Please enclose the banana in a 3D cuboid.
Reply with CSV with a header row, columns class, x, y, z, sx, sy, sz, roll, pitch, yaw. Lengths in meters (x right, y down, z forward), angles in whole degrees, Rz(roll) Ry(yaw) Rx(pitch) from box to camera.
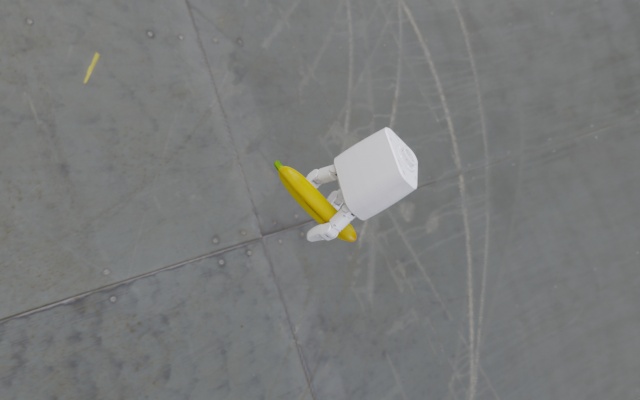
class,x,y,z,sx,sy,sz,roll,pitch,yaw
banana,-0.003,0.007,0.803,0.037,0.198,0.069,-40,12,15
